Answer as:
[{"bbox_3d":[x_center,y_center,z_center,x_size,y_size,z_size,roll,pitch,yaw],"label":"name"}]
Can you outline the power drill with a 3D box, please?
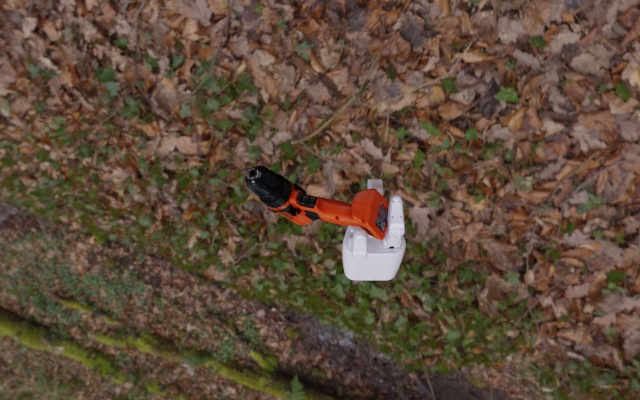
[{"bbox_3d":[0.001,0.003,0.714,0.187,0.057,0.184,11,-13,27],"label":"power drill"}]
